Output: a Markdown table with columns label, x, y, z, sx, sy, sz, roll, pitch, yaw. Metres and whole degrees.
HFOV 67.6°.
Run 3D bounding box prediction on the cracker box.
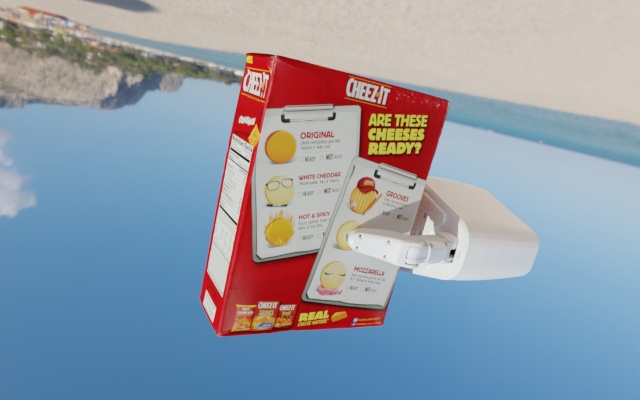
| label | x | y | z | sx | sy | sz | roll | pitch | yaw |
| --- | --- | --- | --- | --- | --- | --- | --- | --- | --- |
| cracker box | 0.000 | 0.002 | 0.405 | 0.164 | 0.214 | 0.072 | 6 | 15 | -31 |
